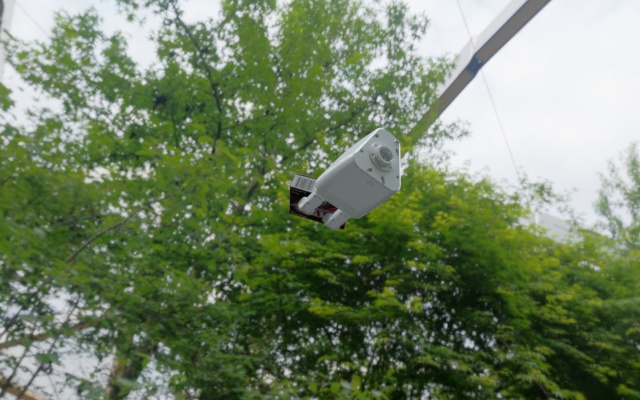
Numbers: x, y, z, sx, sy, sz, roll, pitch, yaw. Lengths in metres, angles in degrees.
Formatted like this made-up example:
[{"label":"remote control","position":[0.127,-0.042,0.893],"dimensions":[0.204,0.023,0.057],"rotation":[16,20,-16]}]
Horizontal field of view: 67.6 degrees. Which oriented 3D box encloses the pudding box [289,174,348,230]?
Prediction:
[{"label":"pudding box","position":[0.000,0.003,0.879],"dimensions":[0.113,0.039,0.090],"rotation":[18,-35,8]}]
